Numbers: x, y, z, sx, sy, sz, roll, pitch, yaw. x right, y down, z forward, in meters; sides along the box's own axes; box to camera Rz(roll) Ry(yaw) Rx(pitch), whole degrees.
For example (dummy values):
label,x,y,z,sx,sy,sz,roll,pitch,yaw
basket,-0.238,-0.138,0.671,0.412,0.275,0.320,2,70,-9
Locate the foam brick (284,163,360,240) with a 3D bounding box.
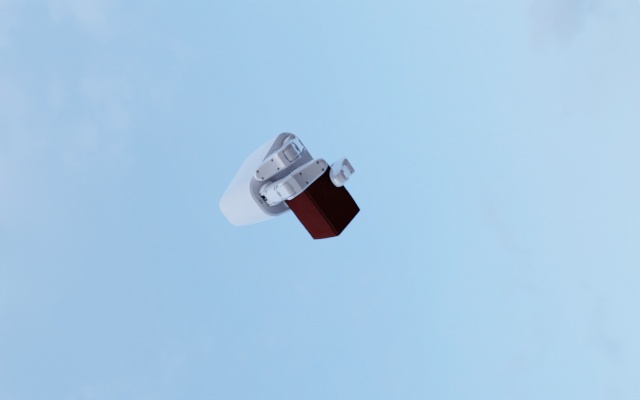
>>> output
label,x,y,z,sx,sy,sz,roll,pitch,yaw
foam brick,0.000,0.002,0.589,0.053,0.078,0.051,-44,15,-35
